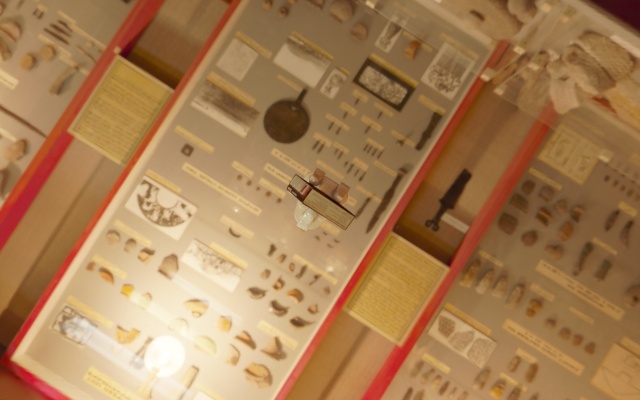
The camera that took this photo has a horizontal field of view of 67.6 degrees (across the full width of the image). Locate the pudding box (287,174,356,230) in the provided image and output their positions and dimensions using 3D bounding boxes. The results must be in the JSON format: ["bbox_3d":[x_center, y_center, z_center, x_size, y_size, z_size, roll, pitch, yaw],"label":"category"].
[{"bbox_3d":[0.000,0.003,0.894,0.113,0.039,0.090,31,3,-29],"label":"pudding box"}]
